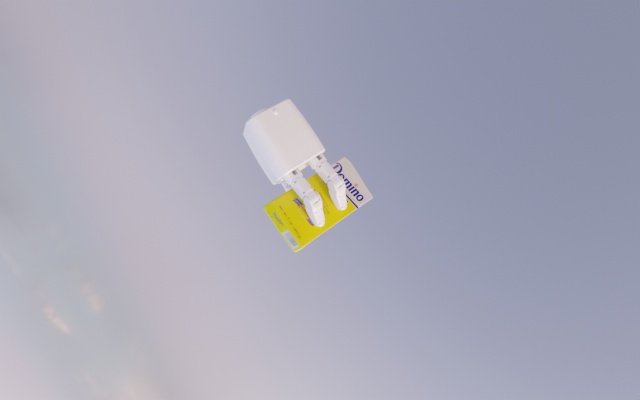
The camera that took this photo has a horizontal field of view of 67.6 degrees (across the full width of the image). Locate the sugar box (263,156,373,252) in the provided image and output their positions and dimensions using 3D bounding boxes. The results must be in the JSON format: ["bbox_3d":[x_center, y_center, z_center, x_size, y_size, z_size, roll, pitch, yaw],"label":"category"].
[{"bbox_3d":[0.000,0.002,0.819,0.176,0.093,0.048,-34,1,-29],"label":"sugar box"}]
